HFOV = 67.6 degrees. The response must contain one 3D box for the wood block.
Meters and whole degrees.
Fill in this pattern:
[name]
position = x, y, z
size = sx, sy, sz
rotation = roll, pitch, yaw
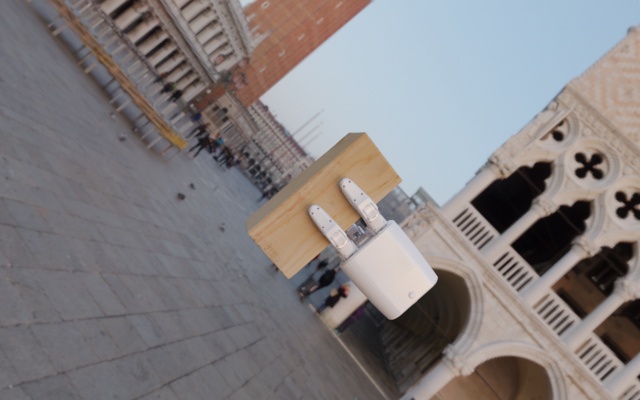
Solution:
[wood block]
position = 0.000, 0.002, 0.682
size = 0.206, 0.090, 0.091
rotation = -40, 12, -3
